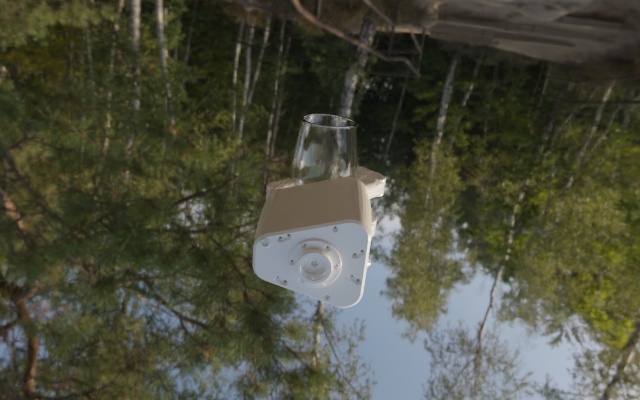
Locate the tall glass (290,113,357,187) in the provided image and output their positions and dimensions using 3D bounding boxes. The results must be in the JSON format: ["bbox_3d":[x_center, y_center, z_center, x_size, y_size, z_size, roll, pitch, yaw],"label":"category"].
[{"bbox_3d":[0.000,0.002,0.569,0.079,0.201,0.079,5,22,-2],"label":"tall glass"}]
